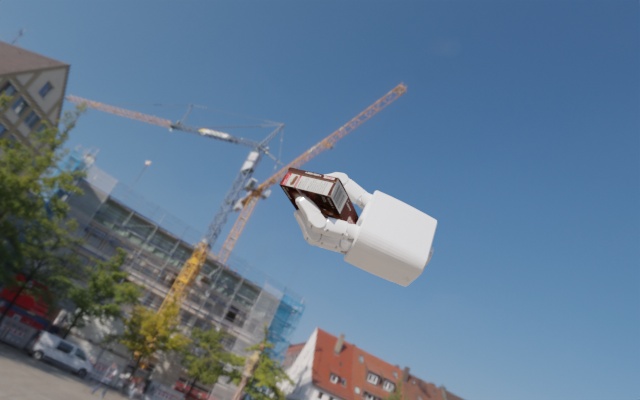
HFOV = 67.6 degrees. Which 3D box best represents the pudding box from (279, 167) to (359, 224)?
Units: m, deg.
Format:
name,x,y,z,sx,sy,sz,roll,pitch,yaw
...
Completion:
name,x,y,z,sx,sy,sz,roll,pitch,yaw
pudding box,0.000,0.002,0.727,0.090,0.039,0.114,13,-29,29
